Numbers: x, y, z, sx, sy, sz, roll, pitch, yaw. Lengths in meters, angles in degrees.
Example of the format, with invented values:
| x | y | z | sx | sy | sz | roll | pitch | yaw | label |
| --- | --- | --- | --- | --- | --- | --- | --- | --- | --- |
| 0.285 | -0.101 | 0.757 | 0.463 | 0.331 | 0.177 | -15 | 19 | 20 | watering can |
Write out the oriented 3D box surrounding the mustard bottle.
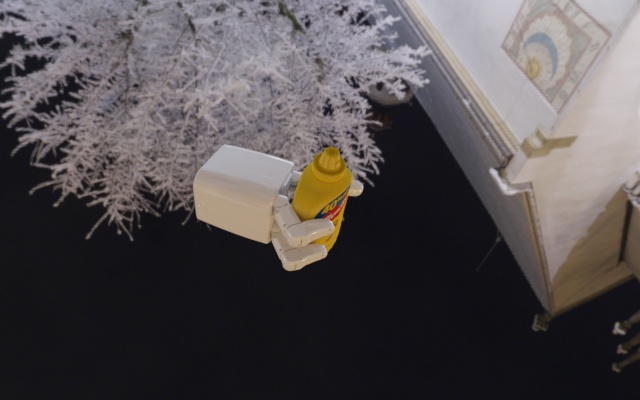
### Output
| x | y | z | sx | sy | sz | roll | pitch | yaw | label |
| --- | --- | --- | --- | --- | --- | --- | --- | --- | --- |
| 0.000 | 0.002 | 0.631 | 0.058 | 0.192 | 0.096 | 37 | 54 | 19 | mustard bottle |
